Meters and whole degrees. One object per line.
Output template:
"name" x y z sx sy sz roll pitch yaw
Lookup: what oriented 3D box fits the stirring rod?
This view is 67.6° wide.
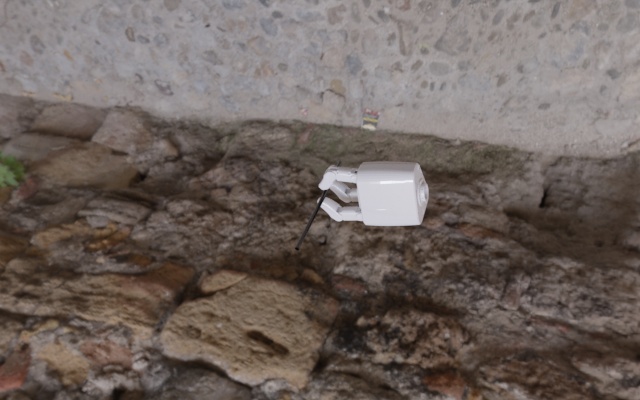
"stirring rod" 0.000 0.003 0.900 0.011 0.011 0.239 0 42 27
